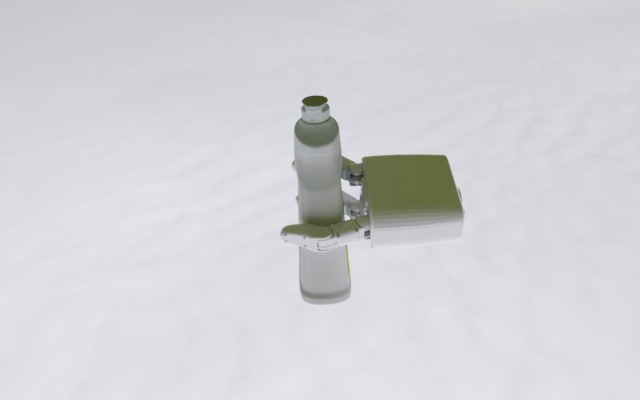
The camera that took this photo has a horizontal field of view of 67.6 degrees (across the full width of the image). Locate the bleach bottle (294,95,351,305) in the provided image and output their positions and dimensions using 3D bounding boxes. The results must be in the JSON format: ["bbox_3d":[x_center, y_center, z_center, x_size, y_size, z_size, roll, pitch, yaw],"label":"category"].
[{"bbox_3d":[0.000,0.002,0.567,0.068,0.251,0.102,-4,36,-1],"label":"bleach bottle"}]
